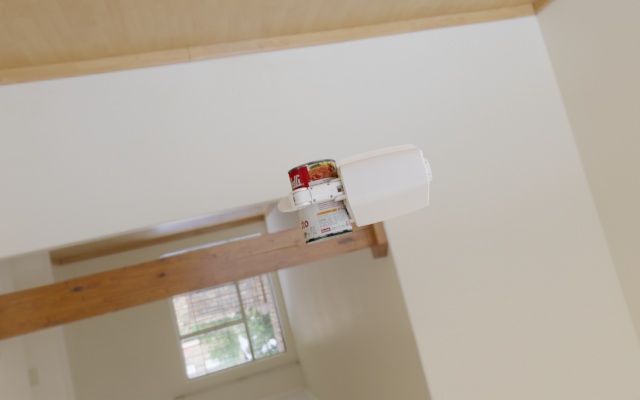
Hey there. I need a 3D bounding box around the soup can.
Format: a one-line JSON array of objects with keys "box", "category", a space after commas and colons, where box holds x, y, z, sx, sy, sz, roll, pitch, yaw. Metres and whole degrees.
[{"box": [0.000, 0.003, 0.652, 0.068, 0.102, 0.068, -14, -7, -2], "category": "soup can"}]
